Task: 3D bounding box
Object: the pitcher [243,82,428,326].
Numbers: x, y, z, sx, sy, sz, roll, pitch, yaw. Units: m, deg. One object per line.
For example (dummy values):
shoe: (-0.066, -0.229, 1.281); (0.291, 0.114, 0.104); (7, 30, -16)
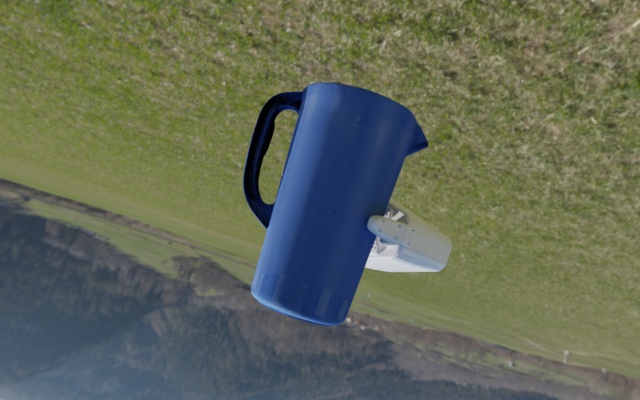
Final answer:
pitcher: (0.000, 0.002, 0.526); (0.145, 0.243, 0.149); (23, -6, -43)
